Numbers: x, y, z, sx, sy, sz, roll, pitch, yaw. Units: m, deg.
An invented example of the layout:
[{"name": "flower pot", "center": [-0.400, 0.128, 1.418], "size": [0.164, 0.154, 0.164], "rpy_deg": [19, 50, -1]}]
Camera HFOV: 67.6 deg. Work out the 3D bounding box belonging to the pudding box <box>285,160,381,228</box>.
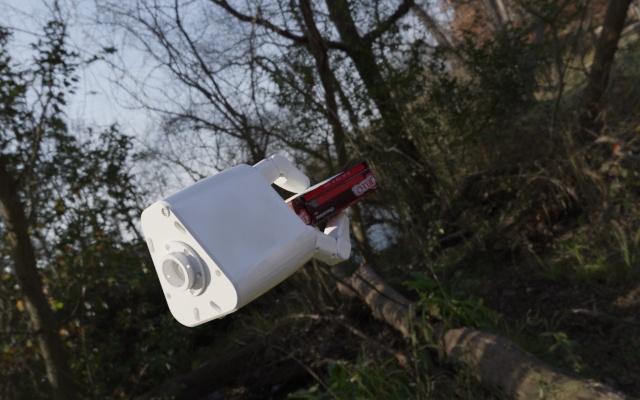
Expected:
[{"name": "pudding box", "center": [0.000, 0.002, 0.527], "size": [0.090, 0.039, 0.113], "rpy_deg": [-29, 3, -25]}]
